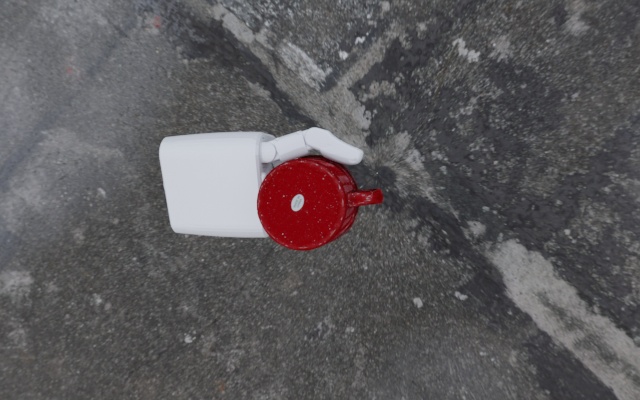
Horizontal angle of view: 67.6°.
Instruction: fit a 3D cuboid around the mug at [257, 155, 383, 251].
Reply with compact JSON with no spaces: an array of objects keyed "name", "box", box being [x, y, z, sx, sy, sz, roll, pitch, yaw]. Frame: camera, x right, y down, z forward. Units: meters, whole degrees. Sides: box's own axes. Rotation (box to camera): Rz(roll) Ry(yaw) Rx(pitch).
[{"name":"mug","box":[0.001,0.002,0.449,0.117,0.093,0.081,-2,3,9]}]
